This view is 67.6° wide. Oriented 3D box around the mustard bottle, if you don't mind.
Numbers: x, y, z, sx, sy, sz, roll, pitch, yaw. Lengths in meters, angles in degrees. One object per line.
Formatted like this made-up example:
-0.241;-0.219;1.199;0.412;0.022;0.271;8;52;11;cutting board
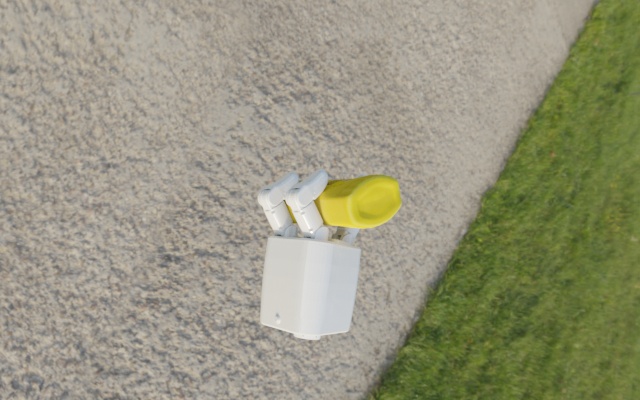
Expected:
0.000;0.002;0.604;0.096;0.058;0.191;-21;13;-41;mustard bottle
